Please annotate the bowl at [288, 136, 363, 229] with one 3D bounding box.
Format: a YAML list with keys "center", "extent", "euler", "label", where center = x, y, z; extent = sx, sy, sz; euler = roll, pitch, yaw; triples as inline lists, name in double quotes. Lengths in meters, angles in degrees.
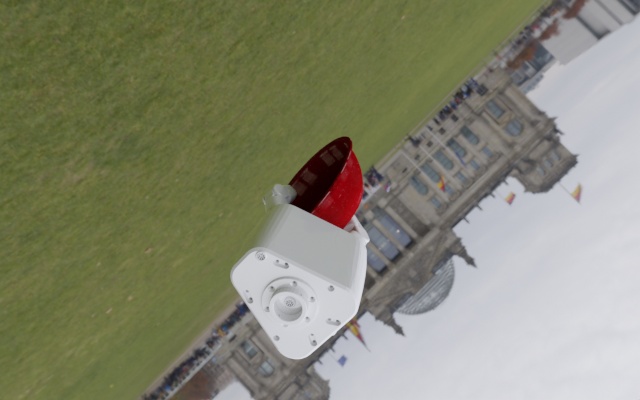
- center: [0.001, 0.001, 0.576]
  extent: [0.055, 0.162, 0.162]
  euler: [38, -14, -18]
  label: "bowl"
